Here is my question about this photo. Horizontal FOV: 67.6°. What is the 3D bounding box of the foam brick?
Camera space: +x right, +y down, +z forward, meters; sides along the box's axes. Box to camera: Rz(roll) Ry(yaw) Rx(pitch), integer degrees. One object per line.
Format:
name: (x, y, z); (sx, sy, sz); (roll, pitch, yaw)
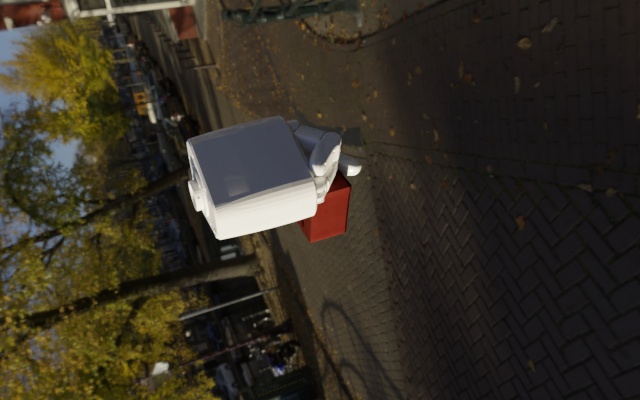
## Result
foam brick: (0.000, 0.002, 0.569); (0.051, 0.078, 0.053); (-17, 46, -21)
